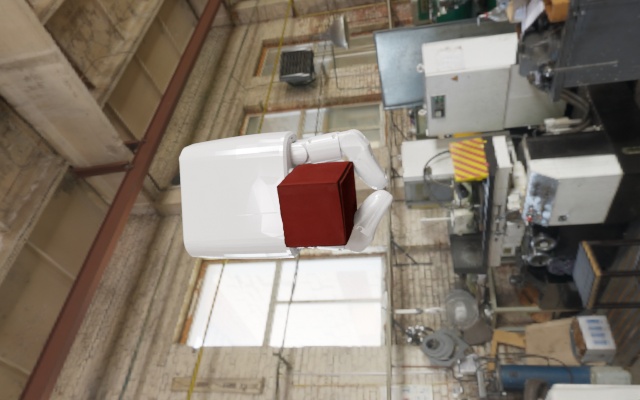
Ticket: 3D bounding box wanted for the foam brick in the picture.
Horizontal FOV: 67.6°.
[{"bbox_3d":[0.000,0.001,0.401,0.051,0.053,0.078,-3,16,12],"label":"foam brick"}]
